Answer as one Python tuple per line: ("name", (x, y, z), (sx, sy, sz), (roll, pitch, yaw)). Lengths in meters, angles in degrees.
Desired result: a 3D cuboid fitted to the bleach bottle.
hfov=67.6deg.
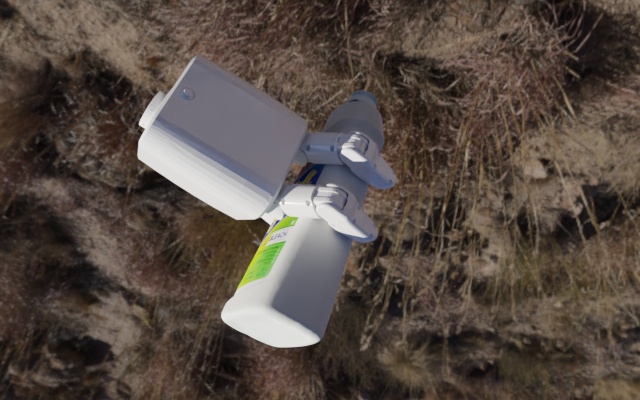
("bleach bottle", (0.000, 0.001, 0.436), (0.068, 0.250, 0.102), (32, -31, -18))
